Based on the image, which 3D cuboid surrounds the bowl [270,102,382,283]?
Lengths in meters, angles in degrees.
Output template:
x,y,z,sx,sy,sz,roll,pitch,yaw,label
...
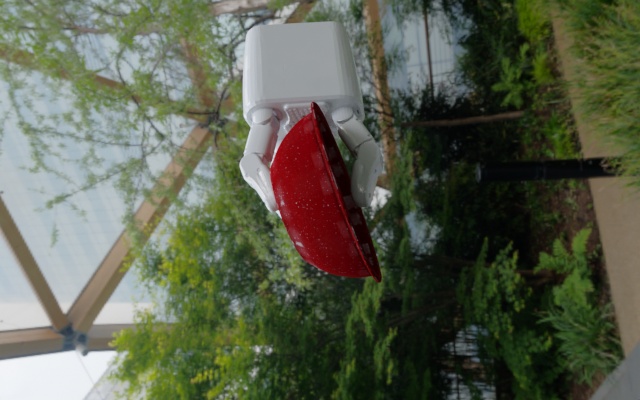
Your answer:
x,y,z,sx,sy,sz,roll,pitch,yaw,label
0.000,0.002,0.408,0.055,0.162,0.162,-21,-3,7,bowl
